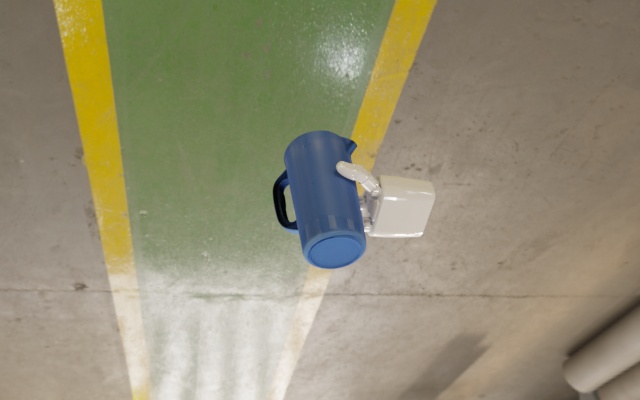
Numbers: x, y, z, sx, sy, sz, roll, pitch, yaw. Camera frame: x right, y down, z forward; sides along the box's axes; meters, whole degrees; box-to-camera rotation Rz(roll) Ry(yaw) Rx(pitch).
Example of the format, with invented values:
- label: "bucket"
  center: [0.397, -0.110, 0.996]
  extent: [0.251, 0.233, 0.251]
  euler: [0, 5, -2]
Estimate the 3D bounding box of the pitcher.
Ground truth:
- label: "pitcher"
  center: [0.000, 0.003, 0.866]
  extent: [0.145, 0.242, 0.149]
  euler: [5, -44, -16]
